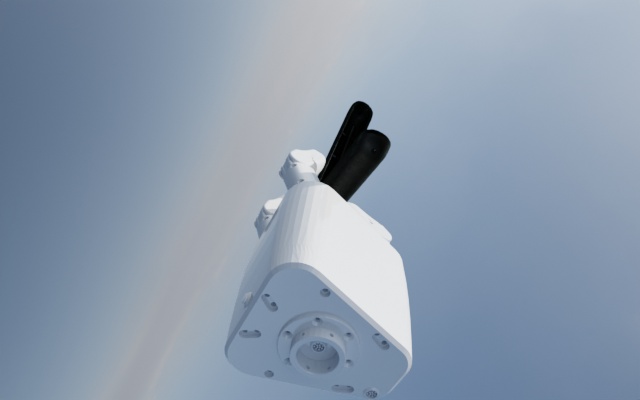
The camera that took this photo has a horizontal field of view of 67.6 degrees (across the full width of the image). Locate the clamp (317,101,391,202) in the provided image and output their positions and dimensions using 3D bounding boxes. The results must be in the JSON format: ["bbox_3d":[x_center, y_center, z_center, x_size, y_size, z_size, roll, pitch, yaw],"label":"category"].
[{"bbox_3d":[0.001,0.002,0.454,0.036,0.210,0.164,28,24,-8],"label":"clamp"}]
